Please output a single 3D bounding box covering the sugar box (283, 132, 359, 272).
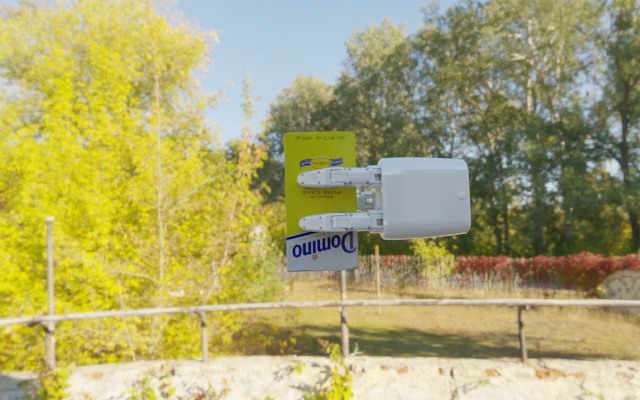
[{"bbox_3d":[0.000,0.002,0.616,0.093,0.176,0.048,-2,-4,-2],"label":"sugar box"}]
